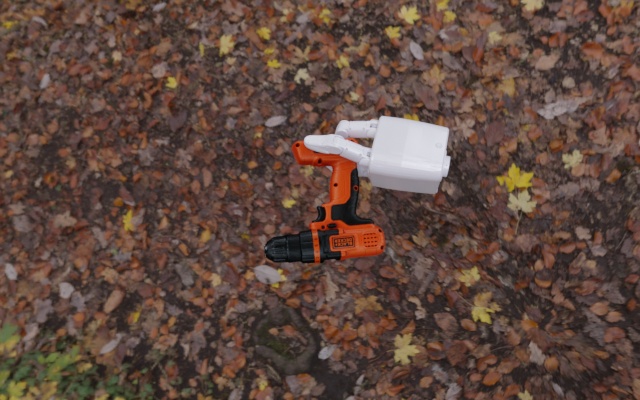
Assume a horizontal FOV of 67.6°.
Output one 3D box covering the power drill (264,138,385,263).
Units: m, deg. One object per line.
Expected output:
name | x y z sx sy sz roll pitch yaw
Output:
power drill | 0.000 0.002 0.739 0.184 0.187 0.057 -4 -8 -6
